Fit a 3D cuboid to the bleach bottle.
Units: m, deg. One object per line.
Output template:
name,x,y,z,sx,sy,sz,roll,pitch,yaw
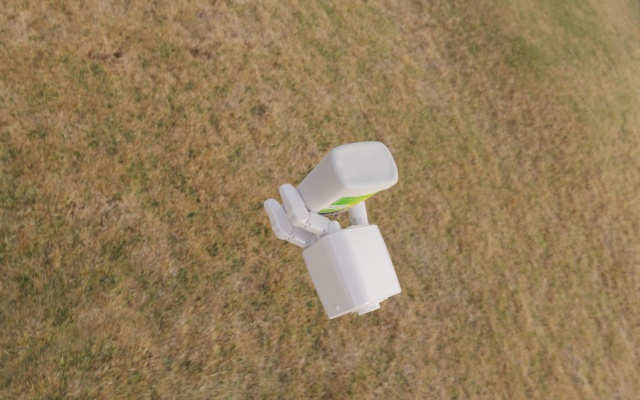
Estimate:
bleach bottle,0.000,0.002,0.707,0.102,0.068,0.251,-10,-18,-33
